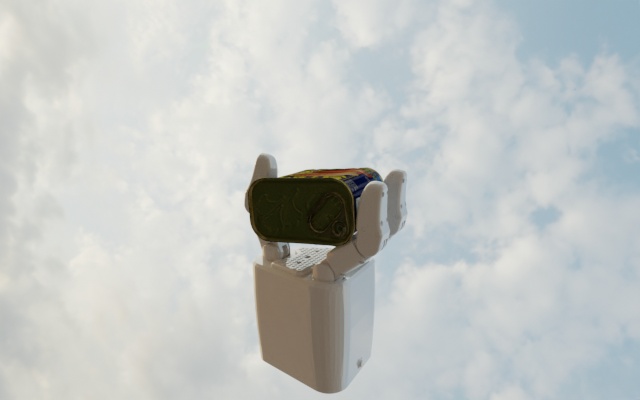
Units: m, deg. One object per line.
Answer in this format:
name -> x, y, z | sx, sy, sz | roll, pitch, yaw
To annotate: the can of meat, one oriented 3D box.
can of meat -> 0.000, 0.001, 0.437 | 0.102, 0.057, 0.084 | 1, 11, 28
